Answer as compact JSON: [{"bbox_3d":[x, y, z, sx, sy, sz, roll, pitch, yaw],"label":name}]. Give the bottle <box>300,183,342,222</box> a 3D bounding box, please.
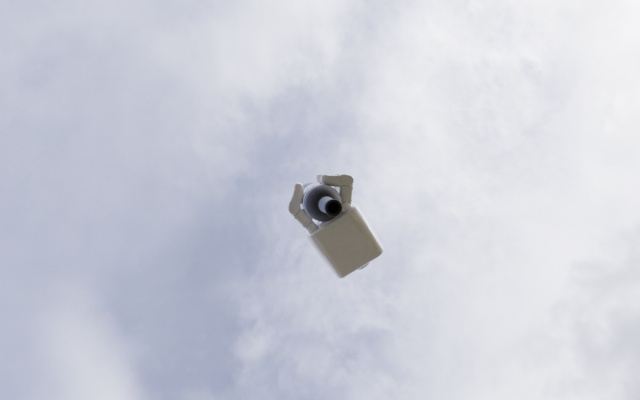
[{"bbox_3d":[0.000,0.003,0.892,0.069,0.069,0.295,0,3,-8],"label":"bottle"}]
